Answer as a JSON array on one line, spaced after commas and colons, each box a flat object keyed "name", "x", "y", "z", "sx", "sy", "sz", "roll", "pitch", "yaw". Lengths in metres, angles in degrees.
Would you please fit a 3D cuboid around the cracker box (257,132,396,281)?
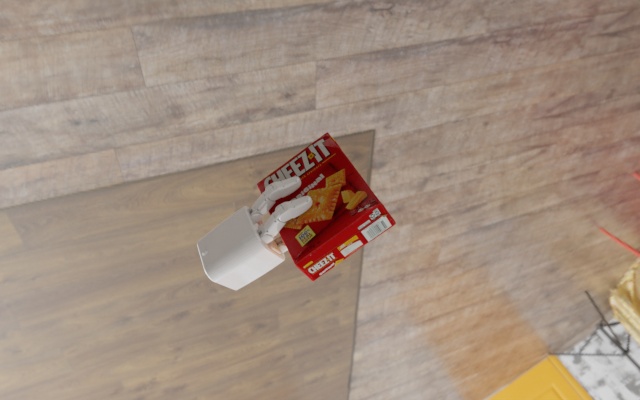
[{"name": "cracker box", "x": 0.000, "y": 0.003, "z": 0.804, "sx": 0.164, "sy": 0.213, "sz": 0.072, "roll": -35, "pitch": -44, "yaw": 4}]
